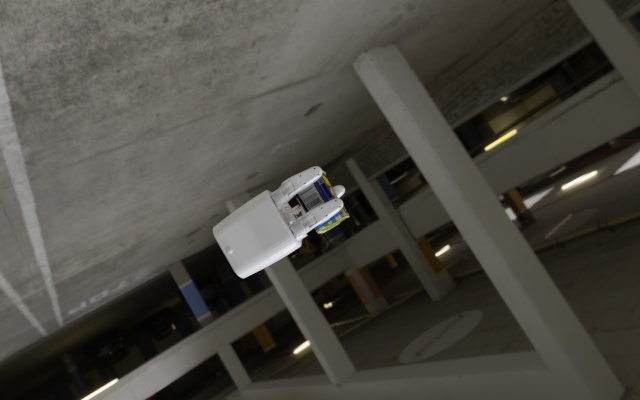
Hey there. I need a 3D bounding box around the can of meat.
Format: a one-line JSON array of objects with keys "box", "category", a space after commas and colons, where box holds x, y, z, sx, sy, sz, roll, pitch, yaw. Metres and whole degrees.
[{"box": [0.000, 0.003, 0.738, 0.057, 0.084, 0.102, -32, -6, 5], "category": "can of meat"}]
